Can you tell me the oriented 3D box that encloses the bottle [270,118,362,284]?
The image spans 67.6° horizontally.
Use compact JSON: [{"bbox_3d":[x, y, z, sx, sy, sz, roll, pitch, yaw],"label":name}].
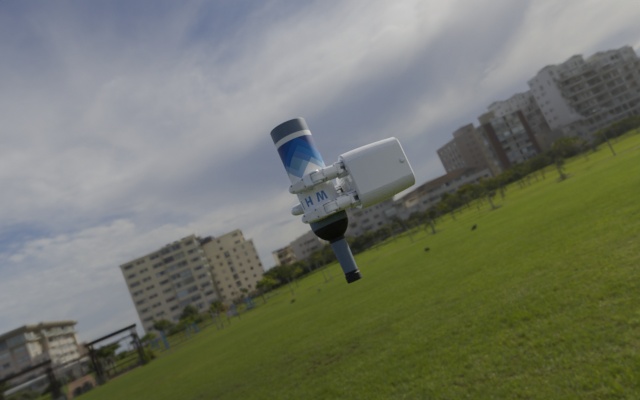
[{"bbox_3d":[0.000,0.003,0.829,0.069,0.295,0.069,-24,-7,-3],"label":"bottle"}]
